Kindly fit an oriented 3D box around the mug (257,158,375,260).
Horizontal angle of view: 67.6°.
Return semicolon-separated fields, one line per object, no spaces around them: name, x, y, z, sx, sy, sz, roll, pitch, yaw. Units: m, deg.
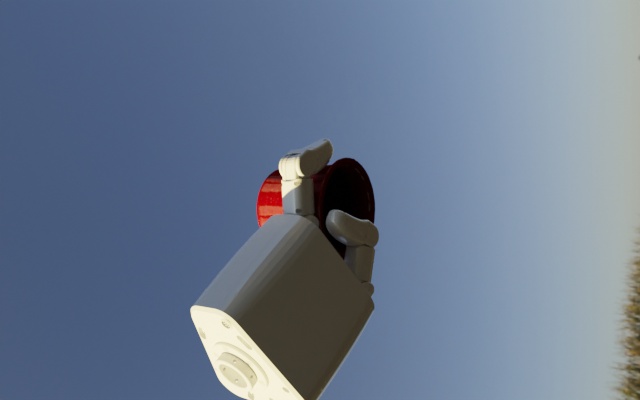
mug;0.001;0.001;0.463;0.081;0.093;0.117;0;32;36
